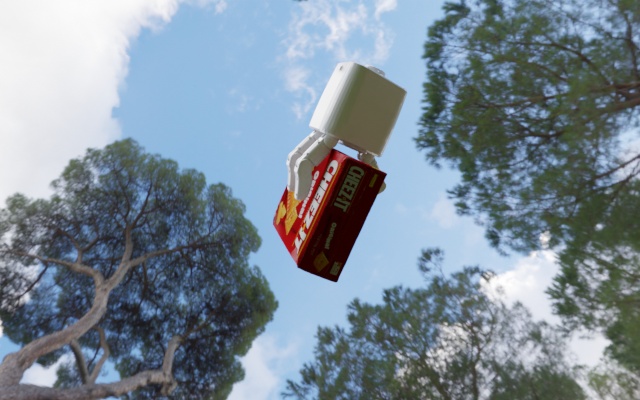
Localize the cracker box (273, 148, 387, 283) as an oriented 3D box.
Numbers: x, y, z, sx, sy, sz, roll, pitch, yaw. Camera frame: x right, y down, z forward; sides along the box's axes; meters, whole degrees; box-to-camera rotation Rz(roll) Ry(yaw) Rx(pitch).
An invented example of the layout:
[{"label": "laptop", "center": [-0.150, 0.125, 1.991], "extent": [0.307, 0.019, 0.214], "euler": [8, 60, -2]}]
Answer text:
[{"label": "cracker box", "center": [0.000, 0.002, 0.721], "extent": [0.072, 0.164, 0.213], "euler": [21, 7, -18]}]
